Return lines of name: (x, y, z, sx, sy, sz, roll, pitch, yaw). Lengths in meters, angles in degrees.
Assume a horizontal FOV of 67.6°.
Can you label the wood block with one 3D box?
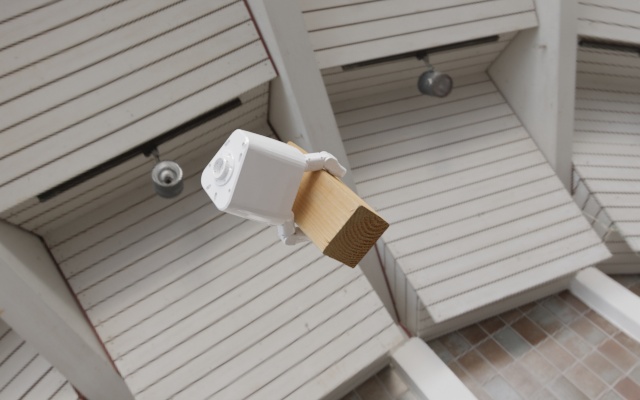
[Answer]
wood block: (0.000, 0.002, 0.763, 0.090, 0.091, 0.206, 32, 10, -47)
